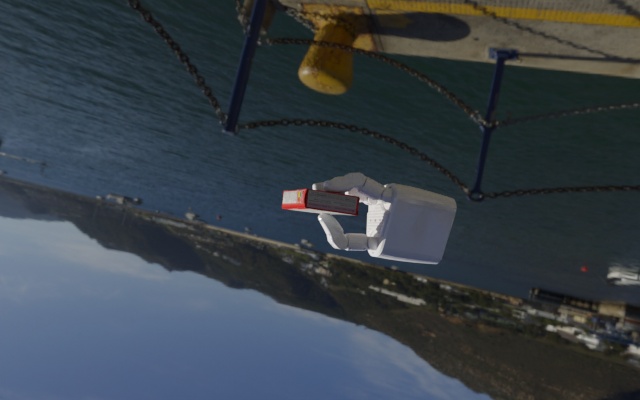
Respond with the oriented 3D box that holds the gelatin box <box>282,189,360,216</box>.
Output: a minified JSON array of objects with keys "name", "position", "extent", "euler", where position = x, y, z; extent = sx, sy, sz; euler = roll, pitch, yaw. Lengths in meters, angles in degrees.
[{"name":"gelatin box","position":[0.000,0.003,0.686],"extent":[0.089,0.030,0.073],"euler":[8,-4,-29]}]
